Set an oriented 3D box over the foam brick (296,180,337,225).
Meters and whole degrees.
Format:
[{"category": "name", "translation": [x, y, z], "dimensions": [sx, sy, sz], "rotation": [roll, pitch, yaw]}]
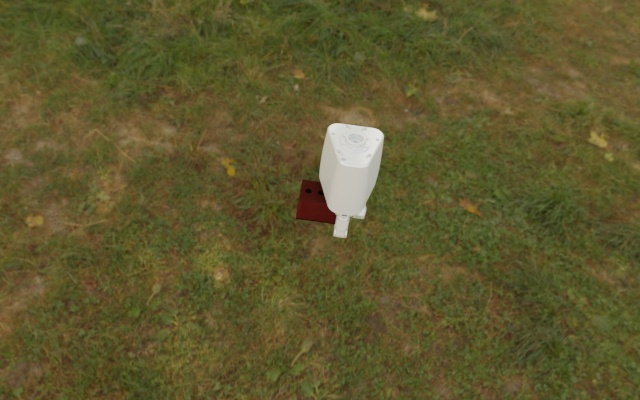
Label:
[{"category": "foam brick", "translation": [0.000, 0.003, 0.834], "dimensions": [0.078, 0.053, 0.051], "rotation": [7, -44, 0]}]
